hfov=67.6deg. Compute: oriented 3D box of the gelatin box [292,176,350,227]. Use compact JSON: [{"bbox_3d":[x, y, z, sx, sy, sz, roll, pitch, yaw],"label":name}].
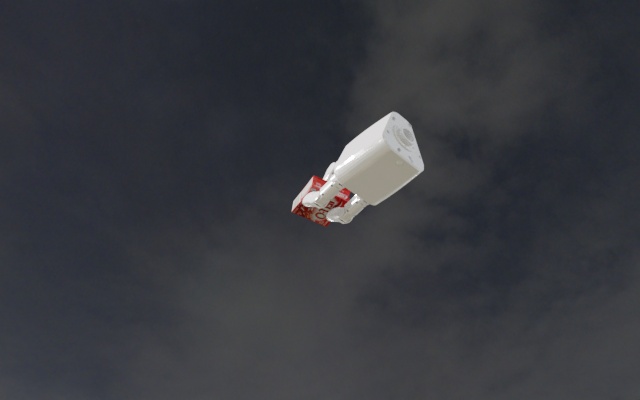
[{"bbox_3d":[0.000,0.003,0.848,0.073,0.030,0.089,23,-42,-16],"label":"gelatin box"}]
